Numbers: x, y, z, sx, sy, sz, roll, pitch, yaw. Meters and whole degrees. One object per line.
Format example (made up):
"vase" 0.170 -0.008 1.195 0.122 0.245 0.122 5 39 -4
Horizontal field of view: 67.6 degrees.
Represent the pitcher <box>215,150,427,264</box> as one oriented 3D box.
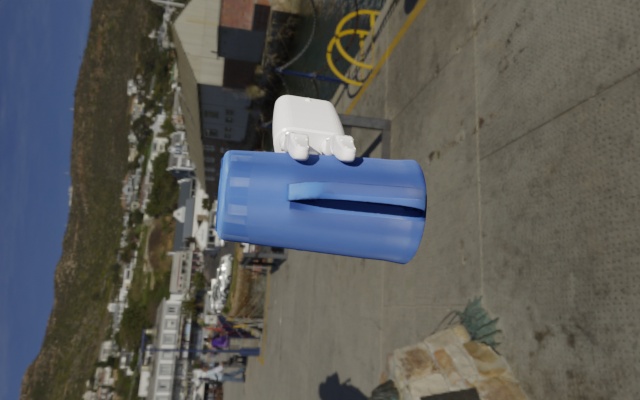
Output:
"pitcher" 0.000 0.002 0.579 0.243 0.149 0.145 5 37 -11
